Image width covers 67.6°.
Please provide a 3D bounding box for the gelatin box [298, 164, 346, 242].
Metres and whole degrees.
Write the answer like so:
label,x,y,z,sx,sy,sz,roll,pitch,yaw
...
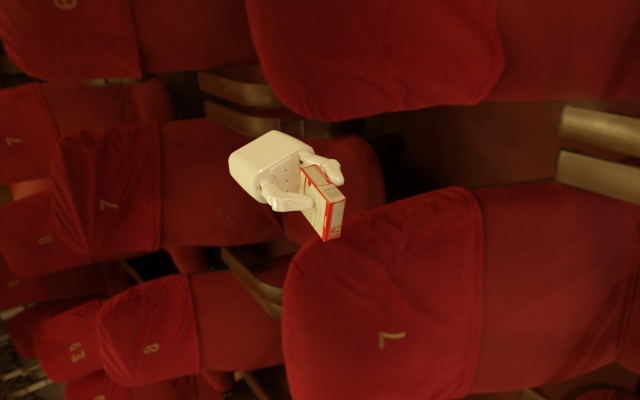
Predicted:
label,x,y,z,sx,sy,sz,roll,pitch,yaw
gelatin box,0.000,0.003,0.685,0.030,0.073,0.089,-15,44,-25
